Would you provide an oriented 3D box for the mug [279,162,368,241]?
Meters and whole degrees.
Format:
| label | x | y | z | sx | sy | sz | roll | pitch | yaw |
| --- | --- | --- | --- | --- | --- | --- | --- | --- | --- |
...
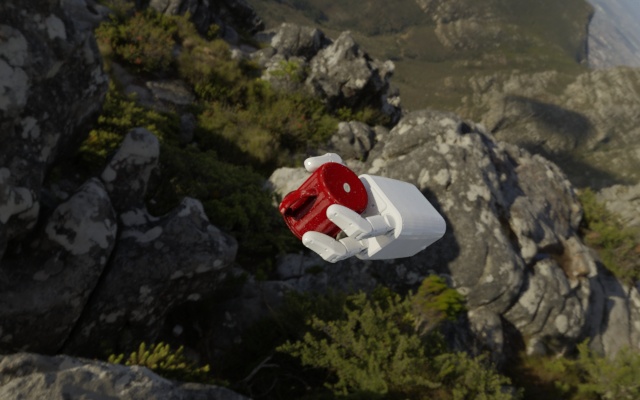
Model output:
| label | x | y | z | sx | sy | sz | roll | pitch | yaw |
| --- | --- | --- | --- | --- | --- | --- | --- | --- | --- |
| mug | -0.001 | 0.002 | 0.627 | 0.117 | 0.093 | 0.081 | 4 | -36 | -41 |
